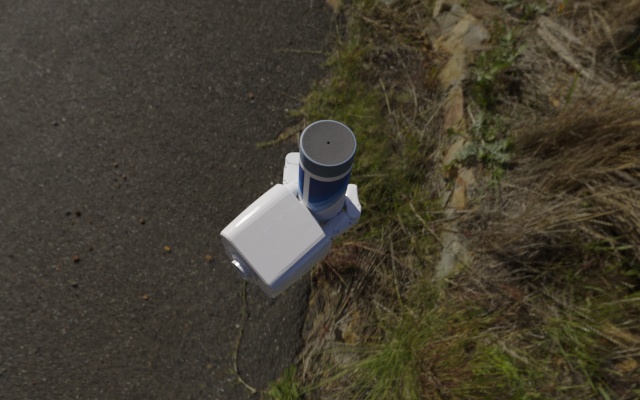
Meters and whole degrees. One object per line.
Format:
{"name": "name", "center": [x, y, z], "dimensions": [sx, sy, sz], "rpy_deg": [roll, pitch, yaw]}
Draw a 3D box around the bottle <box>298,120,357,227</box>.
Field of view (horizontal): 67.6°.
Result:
{"name": "bottle", "center": [0.000, 0.002, 0.683], "dimensions": [0.069, 0.069, 0.296], "rpy_deg": [0, -28, -4]}
